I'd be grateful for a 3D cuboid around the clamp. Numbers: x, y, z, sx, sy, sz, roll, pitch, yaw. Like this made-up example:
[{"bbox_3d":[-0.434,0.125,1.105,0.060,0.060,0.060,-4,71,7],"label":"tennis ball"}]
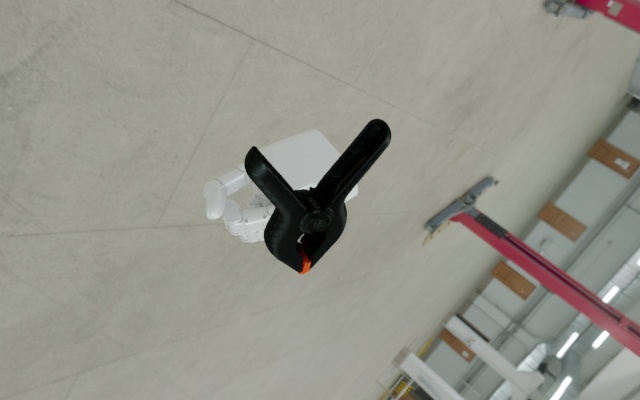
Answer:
[{"bbox_3d":[0.000,0.002,0.409,0.120,0.039,0.172,-16,-34,-13],"label":"clamp"}]
